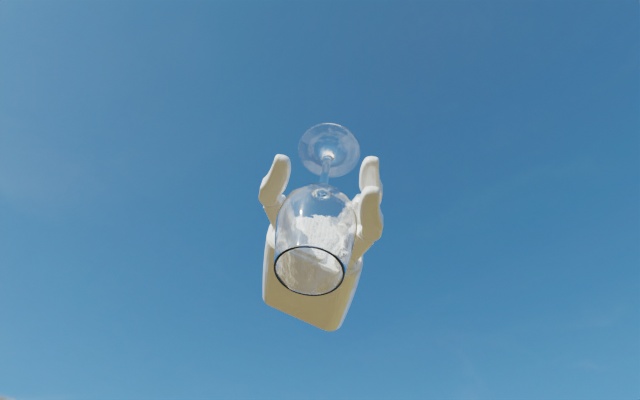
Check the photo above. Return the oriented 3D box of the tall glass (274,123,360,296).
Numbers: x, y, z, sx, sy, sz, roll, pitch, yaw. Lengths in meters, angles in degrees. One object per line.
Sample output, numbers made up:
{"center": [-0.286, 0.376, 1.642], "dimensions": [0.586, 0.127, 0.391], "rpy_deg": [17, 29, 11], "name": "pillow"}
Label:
{"center": [0.000, 0.001, 0.488], "dimensions": [0.079, 0.079, 0.201], "rpy_deg": [0, 37, 7], "name": "tall glass"}
